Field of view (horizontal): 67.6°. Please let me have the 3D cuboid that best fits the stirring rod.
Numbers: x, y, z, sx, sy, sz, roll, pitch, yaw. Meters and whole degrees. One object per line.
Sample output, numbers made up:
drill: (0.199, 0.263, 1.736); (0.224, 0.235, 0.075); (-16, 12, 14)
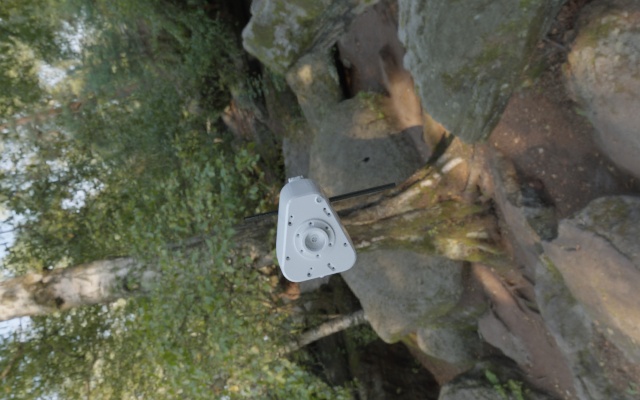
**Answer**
stirring rod: (0.000, 0.002, 0.740); (0.239, 0.011, 0.011); (-13, 1, -4)
